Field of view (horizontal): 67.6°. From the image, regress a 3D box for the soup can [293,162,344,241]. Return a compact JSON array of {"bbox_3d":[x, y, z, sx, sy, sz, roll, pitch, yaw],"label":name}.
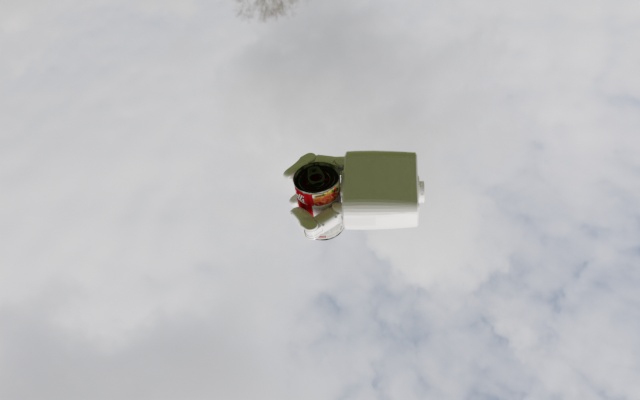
[{"bbox_3d":[0.000,0.003,0.714,0.068,0.102,0.068,-5,44,5],"label":"soup can"}]
